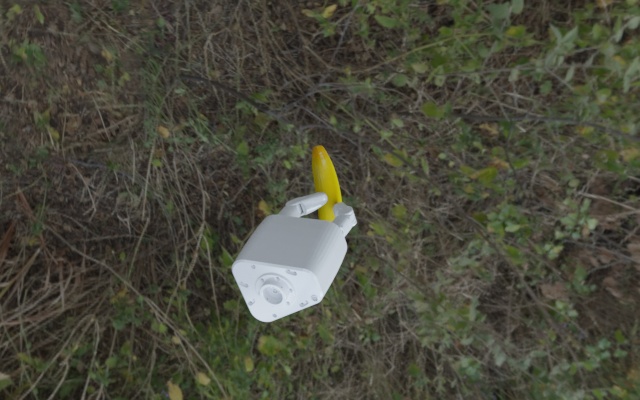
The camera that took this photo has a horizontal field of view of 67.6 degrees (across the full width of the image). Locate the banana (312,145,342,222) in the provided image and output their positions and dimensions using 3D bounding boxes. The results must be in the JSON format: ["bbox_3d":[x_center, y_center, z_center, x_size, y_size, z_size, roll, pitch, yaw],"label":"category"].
[{"bbox_3d":[0.009,0.014,0.743,0.037,0.198,0.069,-18,36,-22],"label":"banana"}]
